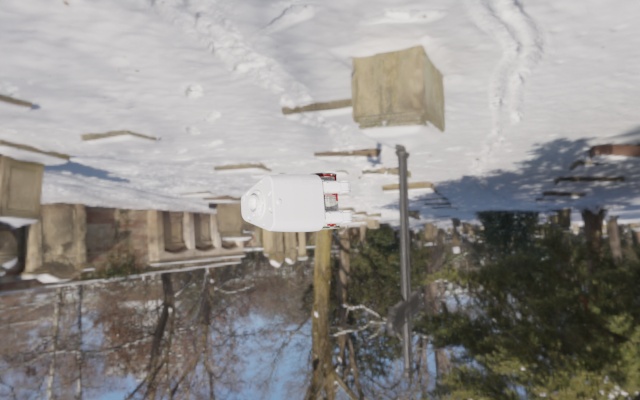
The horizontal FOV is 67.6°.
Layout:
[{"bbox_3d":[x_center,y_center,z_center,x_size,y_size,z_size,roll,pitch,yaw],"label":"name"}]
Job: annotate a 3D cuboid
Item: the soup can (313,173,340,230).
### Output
[{"bbox_3d":[0.000,0.003,0.893,0.068,0.102,0.068,-4,-5,0],"label":"soup can"}]
